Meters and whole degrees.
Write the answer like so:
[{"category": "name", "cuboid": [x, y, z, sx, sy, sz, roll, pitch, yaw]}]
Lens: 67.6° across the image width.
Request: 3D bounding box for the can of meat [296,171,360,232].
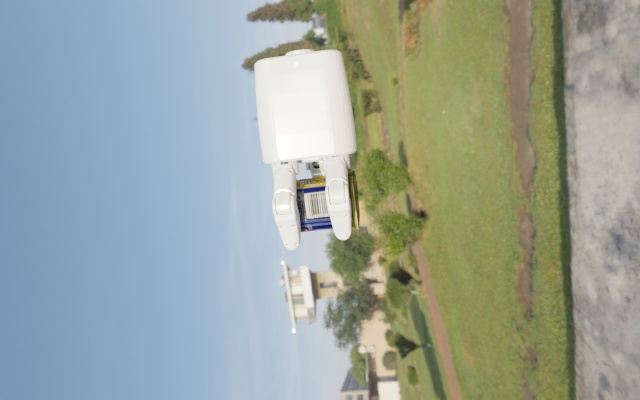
[{"category": "can of meat", "cuboid": [0.000, 0.002, 0.543, 0.084, 0.057, 0.102, -6, 8, 6]}]
